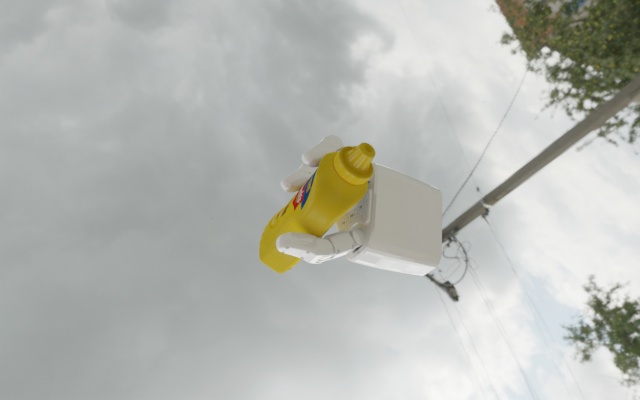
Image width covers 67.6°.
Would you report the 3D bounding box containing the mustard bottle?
[{"bbox_3d":[0.000,0.002,0.527,0.058,0.096,0.192,36,-46,-8],"label":"mustard bottle"}]
